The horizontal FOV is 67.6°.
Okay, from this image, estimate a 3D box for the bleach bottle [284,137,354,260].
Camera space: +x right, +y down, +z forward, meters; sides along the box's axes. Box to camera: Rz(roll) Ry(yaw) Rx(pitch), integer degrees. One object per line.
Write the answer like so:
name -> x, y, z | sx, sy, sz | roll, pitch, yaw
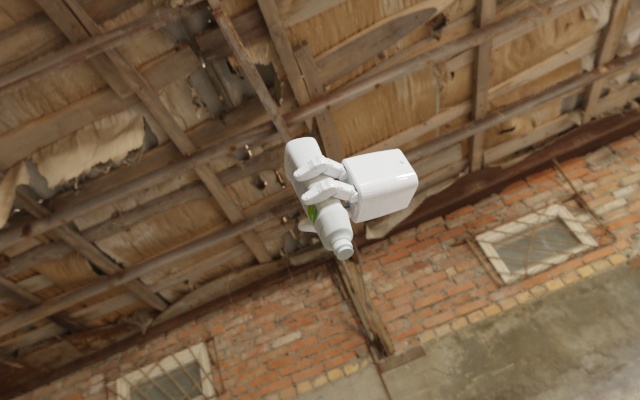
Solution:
bleach bottle -> 0.000, 0.003, 0.831 | 0.068, 0.250, 0.103 | -13, -41, -12
